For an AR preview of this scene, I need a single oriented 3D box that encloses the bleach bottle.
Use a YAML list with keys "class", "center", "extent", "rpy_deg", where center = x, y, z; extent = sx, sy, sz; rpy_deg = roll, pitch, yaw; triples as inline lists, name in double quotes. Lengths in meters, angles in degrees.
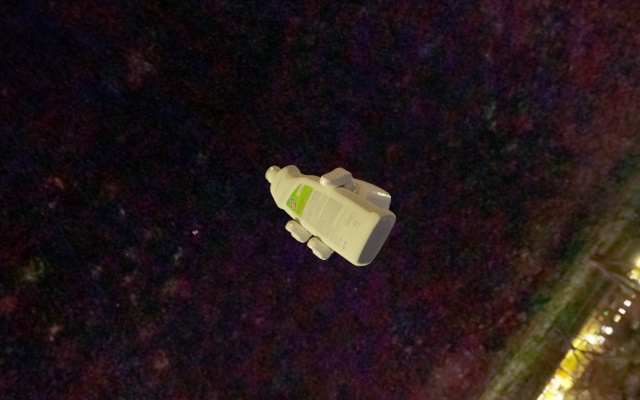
- class: "bleach bottle"
  center: [0.000, 0.003, 0.809]
  extent: [0.250, 0.102, 0.068]
  rpy_deg: [35, 14, 33]
